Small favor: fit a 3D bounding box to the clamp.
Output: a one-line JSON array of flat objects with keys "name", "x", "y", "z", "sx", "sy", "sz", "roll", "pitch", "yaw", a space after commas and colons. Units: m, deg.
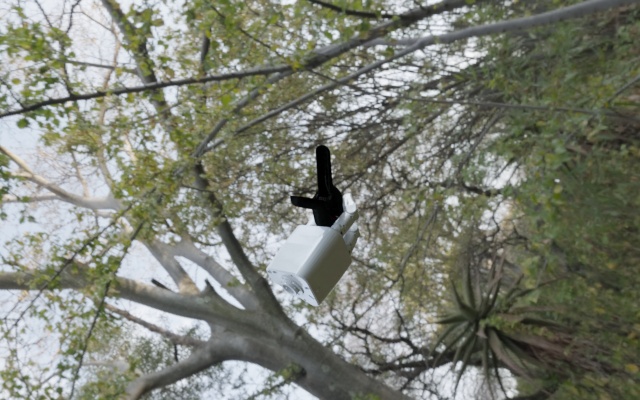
[{"name": "clamp", "x": 0.000, "y": 0.003, "z": 0.828, "sx": 0.039, "sy": 0.172, "sz": 0.120, "roll": 15, "pitch": 53, "yaw": 35}]
